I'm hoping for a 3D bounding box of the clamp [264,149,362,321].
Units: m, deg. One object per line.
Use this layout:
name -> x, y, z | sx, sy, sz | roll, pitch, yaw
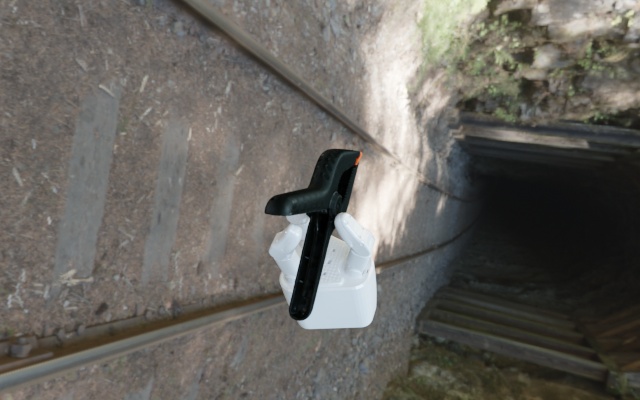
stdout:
clamp -> 0.001, 0.002, 0.517 | 0.036, 0.209, 0.165 | 10, -40, 19
